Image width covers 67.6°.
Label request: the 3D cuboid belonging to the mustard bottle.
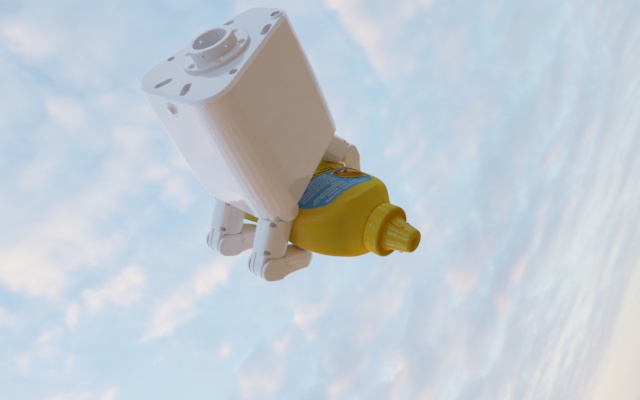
[{"bbox_3d":[0.000,0.002,0.409,0.191,0.058,0.096,22,36,38],"label":"mustard bottle"}]
